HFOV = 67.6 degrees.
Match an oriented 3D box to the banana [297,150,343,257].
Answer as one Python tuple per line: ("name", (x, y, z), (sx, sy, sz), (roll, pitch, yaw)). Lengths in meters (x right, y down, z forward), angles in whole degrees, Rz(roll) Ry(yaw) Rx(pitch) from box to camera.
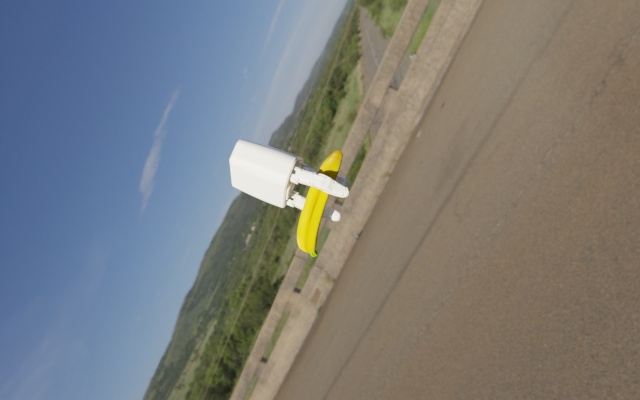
("banana", (-0.006, 0.008, 0.823), (0.037, 0.198, 0.069), (19, 11, 13))
